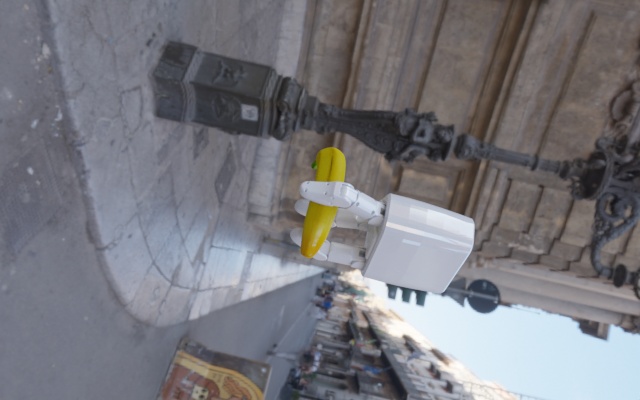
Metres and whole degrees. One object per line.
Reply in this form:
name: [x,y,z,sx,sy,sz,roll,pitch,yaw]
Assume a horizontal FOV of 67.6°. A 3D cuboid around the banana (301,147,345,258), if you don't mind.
banana: [0.006,-0.014,0.595,0.037,0.070,0.197,17,36,-7]
